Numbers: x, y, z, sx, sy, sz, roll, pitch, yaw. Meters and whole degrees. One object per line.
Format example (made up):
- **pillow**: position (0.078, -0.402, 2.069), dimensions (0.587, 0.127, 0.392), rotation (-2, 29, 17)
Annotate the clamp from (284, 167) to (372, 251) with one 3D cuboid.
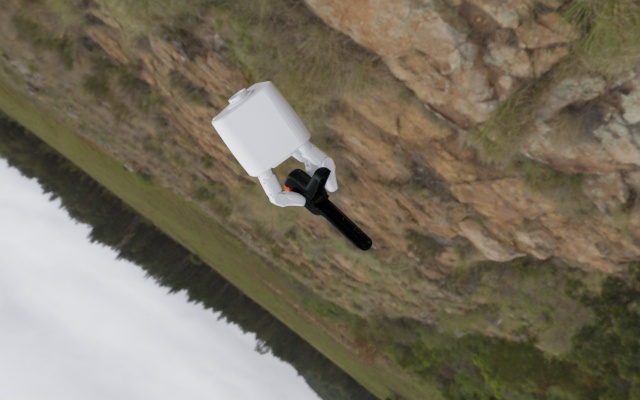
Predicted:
- **clamp**: position (-0.001, 0.003, 0.803), dimensions (0.036, 0.165, 0.210), rotation (-40, 24, -15)
